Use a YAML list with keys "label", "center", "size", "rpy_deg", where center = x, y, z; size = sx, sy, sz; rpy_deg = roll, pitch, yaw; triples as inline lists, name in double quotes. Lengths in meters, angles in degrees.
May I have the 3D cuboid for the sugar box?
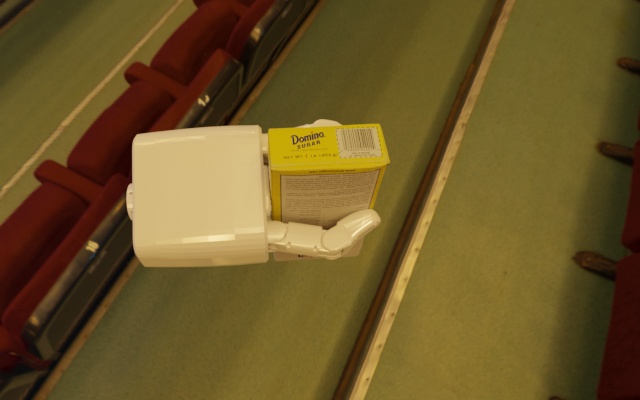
- label: "sugar box"
  center: [0.000, 0.001, 0.442]
  size: [0.093, 0.048, 0.176]
  rpy_deg: [-3, -28, -7]
